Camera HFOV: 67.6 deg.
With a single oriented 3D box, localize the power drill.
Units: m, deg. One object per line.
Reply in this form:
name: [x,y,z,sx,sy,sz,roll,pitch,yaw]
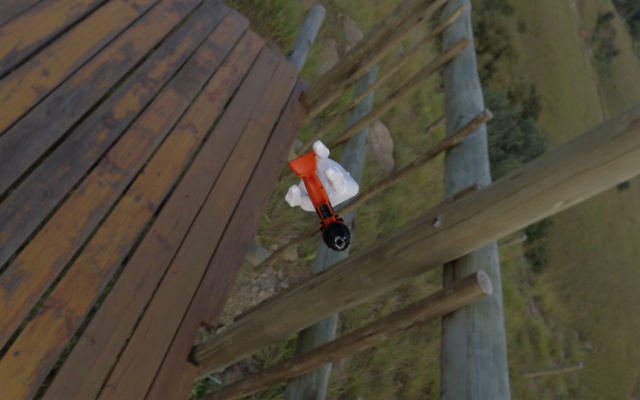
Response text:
power drill: [0.000,0.002,0.900,0.057,0.187,0.184,-23,6,-3]
